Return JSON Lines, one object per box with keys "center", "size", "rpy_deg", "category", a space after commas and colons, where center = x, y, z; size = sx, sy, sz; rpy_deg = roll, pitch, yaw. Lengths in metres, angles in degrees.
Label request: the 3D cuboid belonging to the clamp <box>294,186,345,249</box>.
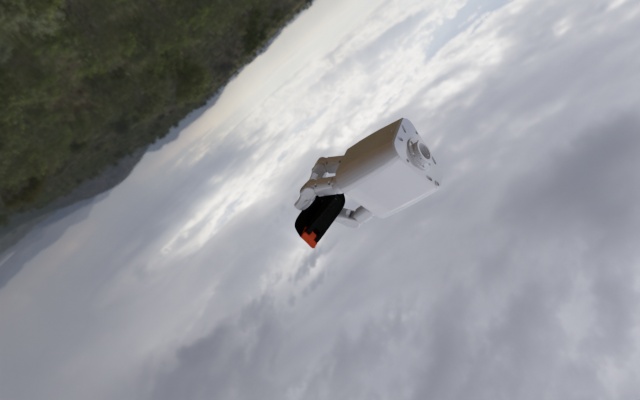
{"center": [0.001, 0.003, 0.761], "size": [0.164, 0.036, 0.209], "rpy_deg": [-32, 21, 39], "category": "clamp"}
